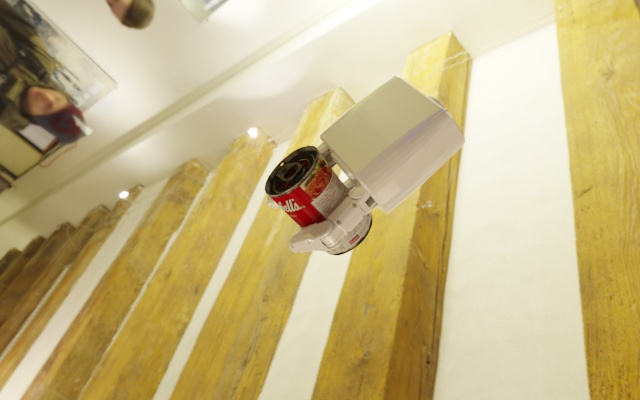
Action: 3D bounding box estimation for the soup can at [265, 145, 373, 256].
[{"bbox_3d":[0.000,0.002,0.500,0.068,0.068,0.102,0,-40,50],"label":"soup can"}]
